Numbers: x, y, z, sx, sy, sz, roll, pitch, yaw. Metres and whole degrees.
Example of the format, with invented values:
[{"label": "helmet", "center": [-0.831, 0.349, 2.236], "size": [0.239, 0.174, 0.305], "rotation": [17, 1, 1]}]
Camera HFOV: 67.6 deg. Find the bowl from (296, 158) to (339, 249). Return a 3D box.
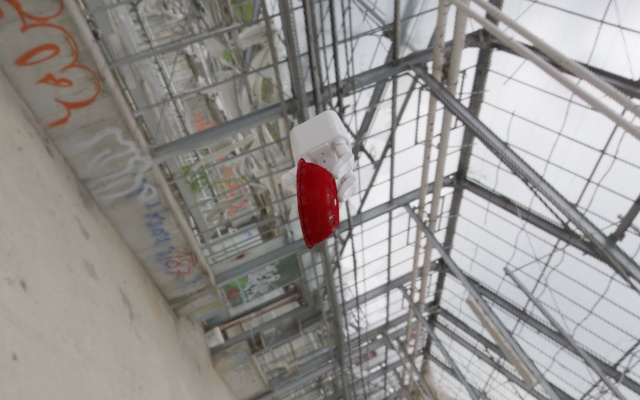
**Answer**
[{"label": "bowl", "center": [0.001, 0.004, 0.840], "size": [0.055, 0.162, 0.162], "rotation": [-5, -1, 8]}]
